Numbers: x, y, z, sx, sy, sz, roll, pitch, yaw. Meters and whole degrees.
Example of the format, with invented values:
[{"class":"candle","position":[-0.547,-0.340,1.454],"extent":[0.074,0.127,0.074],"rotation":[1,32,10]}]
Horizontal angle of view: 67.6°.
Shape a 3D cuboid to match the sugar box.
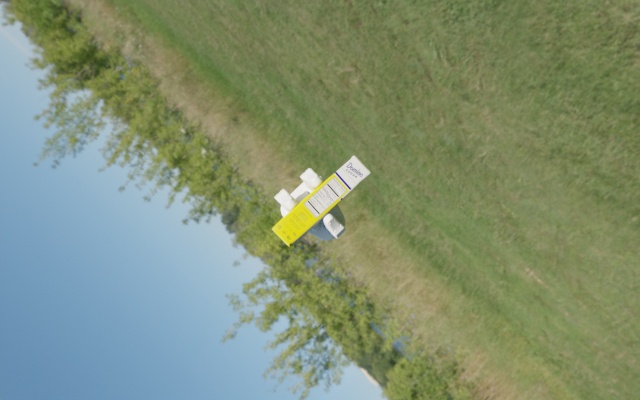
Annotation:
[{"class":"sugar box","position":[0.000,0.002,0.789],"extent":[0.176,0.048,0.093],"rotation":[-44,0,-5]}]
